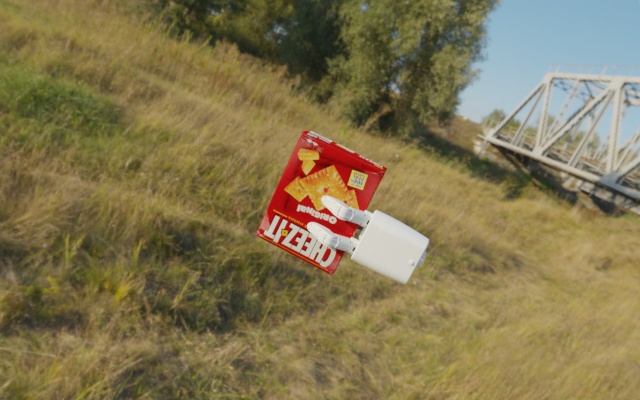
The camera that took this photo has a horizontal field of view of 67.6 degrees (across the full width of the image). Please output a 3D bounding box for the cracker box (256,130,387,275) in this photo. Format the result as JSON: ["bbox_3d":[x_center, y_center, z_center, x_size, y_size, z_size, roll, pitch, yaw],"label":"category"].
[{"bbox_3d":[0.000,0.003,0.867,0.164,0.214,0.072,27,14,6],"label":"cracker box"}]
